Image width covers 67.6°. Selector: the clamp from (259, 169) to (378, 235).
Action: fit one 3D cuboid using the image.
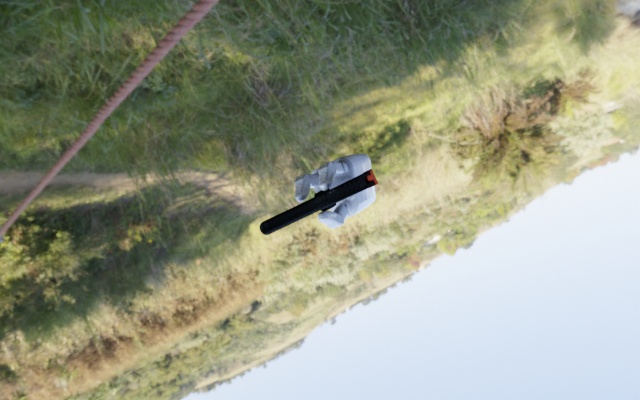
[{"bbox_3d":[0.001,0.003,0.838,0.210,0.036,0.164,-25,2,29],"label":"clamp"}]
